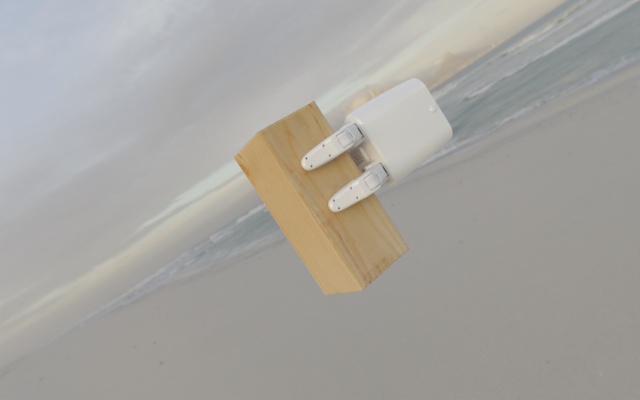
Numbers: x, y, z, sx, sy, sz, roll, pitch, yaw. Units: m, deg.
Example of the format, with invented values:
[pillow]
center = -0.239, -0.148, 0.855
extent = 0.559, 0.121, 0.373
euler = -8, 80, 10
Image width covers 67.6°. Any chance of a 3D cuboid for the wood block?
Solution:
[wood block]
center = 0.000, 0.002, 0.574
extent = 0.090, 0.206, 0.091
euler = -35, 4, -30
